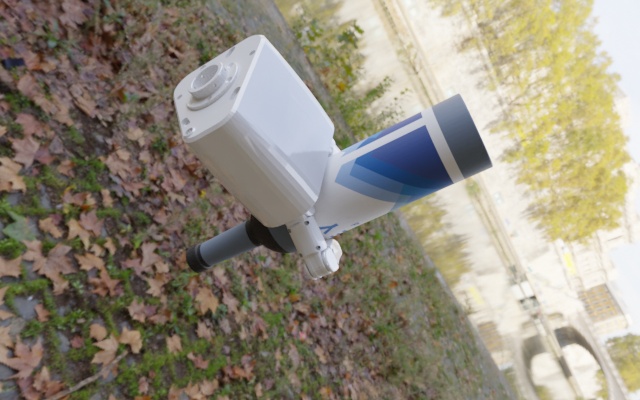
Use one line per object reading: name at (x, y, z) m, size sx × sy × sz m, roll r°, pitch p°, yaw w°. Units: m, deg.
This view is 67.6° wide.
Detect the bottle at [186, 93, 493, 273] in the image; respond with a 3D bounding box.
bottle at (0.000, 0.001, 0.434) m, size 0.296 × 0.069 × 0.069 m, roll -25°, pitch -8°, yaw 18°
